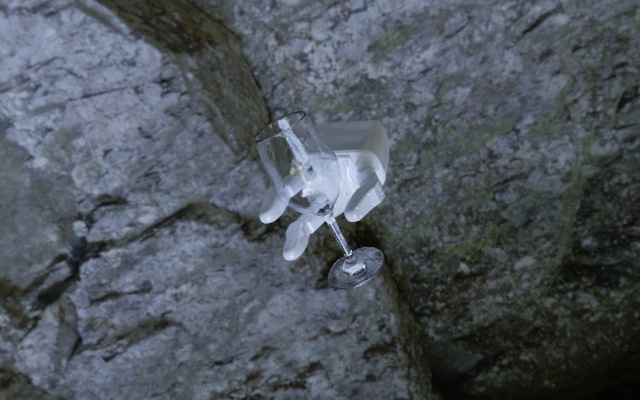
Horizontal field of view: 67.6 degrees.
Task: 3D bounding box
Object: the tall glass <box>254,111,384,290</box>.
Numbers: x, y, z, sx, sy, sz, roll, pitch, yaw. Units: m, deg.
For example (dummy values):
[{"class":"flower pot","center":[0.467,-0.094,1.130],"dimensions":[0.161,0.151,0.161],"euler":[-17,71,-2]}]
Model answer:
[{"class":"tall glass","center":[0.000,0.002,0.539],"dimensions":[0.079,0.201,0.079],"euler":[-23,25,11]}]
